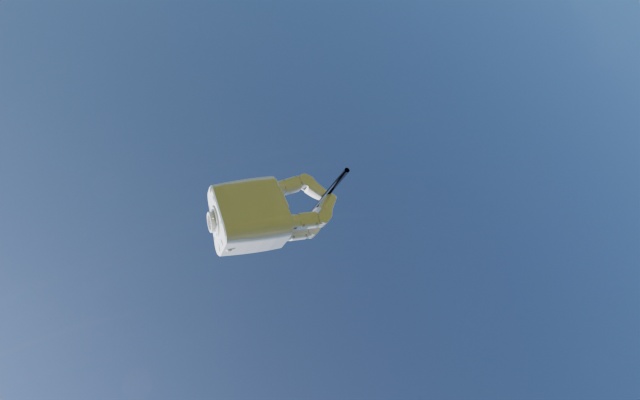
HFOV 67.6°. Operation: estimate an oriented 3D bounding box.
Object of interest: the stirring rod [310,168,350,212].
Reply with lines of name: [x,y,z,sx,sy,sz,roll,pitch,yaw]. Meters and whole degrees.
stirring rod: [0.000,0.003,0.809,0.011,0.011,0.240,0,-23,-21]
